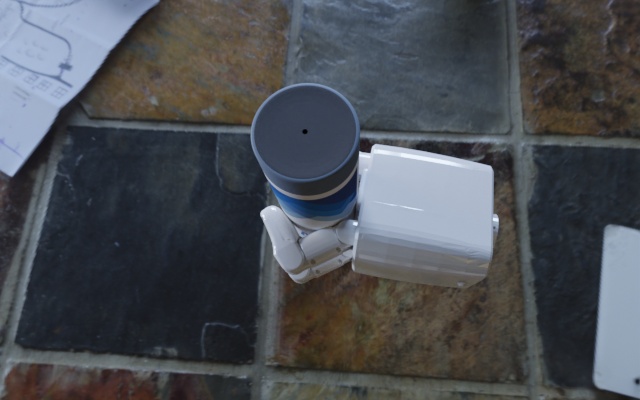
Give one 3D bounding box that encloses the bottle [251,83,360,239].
[{"bbox_3d":[0.000,0.001,0.427,0.069,0.069,0.296,0,-17,4],"label":"bottle"}]
